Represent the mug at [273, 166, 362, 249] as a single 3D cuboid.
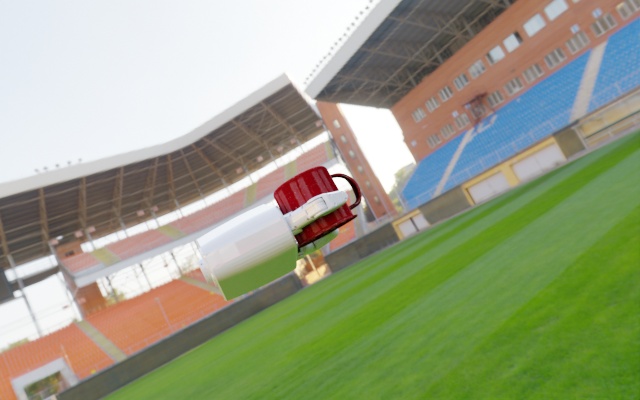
[{"bbox_3d":[0.001,0.001,0.637,0.117,0.081,0.093,-27,-7,-16],"label":"mug"}]
